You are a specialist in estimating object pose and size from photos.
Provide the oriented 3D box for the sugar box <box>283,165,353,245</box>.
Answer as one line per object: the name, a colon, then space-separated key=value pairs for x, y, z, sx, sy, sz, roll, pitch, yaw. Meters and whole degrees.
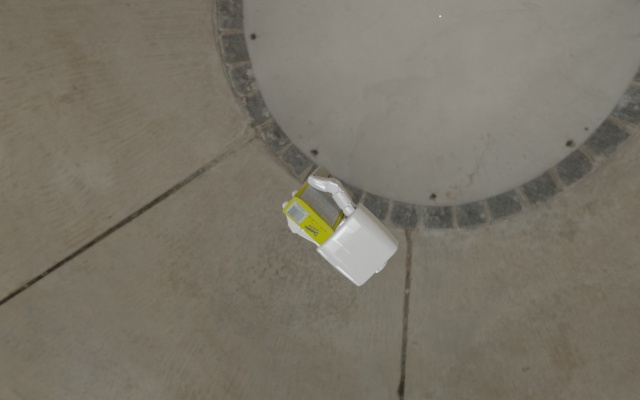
sugar box: x=0.000 y=0.003 z=0.890 sx=0.048 sy=0.093 sz=0.176 roll=-44 pitch=5 yaw=24
